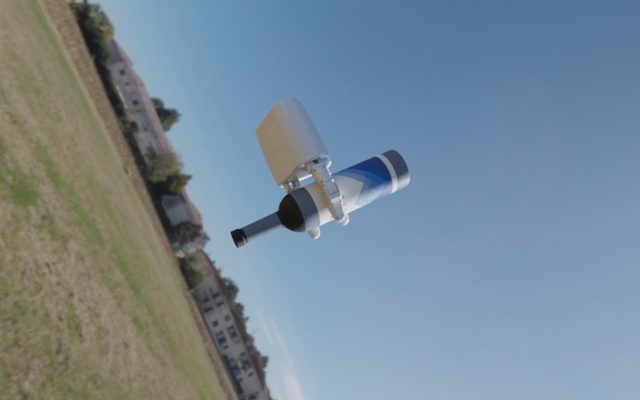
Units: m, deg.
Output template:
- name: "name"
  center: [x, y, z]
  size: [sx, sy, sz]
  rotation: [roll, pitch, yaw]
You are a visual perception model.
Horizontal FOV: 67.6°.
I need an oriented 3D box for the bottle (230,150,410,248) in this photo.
- name: "bottle"
  center: [0.000, 0.002, 0.753]
  size: [0.295, 0.069, 0.069]
  rotation: [-24, 7, -17]
